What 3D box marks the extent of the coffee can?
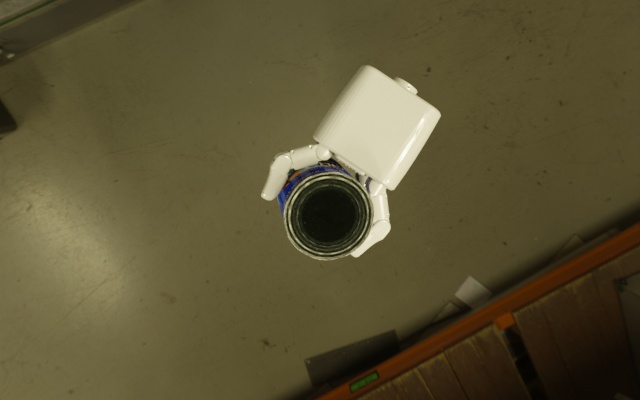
[{"bbox_3d":[0.000,0.002,0.595,0.103,0.103,0.140,0,14,-8],"label":"coffee can"}]
